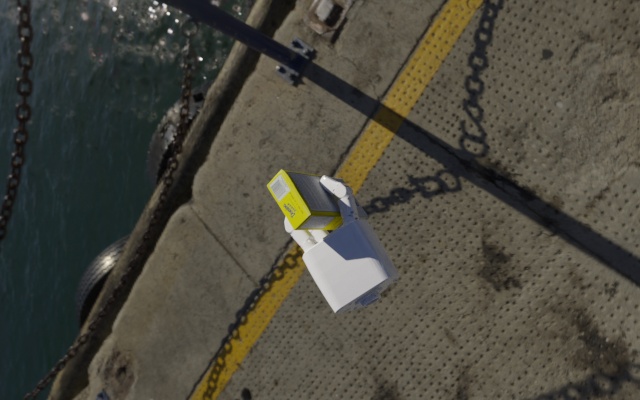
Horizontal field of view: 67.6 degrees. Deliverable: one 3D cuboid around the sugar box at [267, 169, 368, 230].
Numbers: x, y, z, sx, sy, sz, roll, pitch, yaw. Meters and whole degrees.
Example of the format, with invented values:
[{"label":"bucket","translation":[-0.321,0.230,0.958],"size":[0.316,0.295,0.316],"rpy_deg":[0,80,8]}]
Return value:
[{"label":"sugar box","translation":[0.000,0.003,0.790],"size":[0.048,0.093,0.176],"rpy_deg":[-43,-26,22]}]
